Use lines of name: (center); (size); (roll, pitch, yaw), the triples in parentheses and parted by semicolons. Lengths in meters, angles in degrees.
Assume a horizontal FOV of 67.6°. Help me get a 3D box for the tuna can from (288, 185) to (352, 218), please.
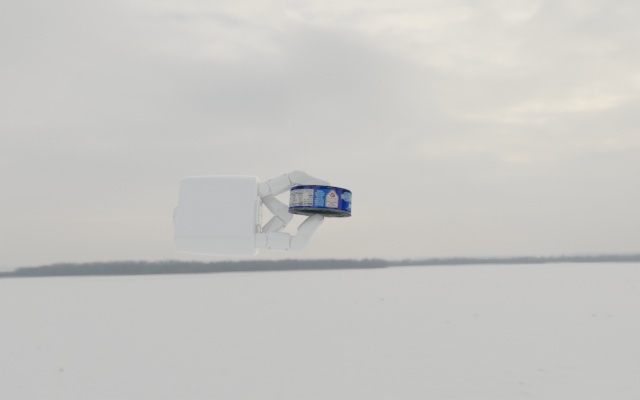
tuna can: (0.000, 0.002, 0.645); (0.086, 0.033, 0.086); (4, -8, 0)
